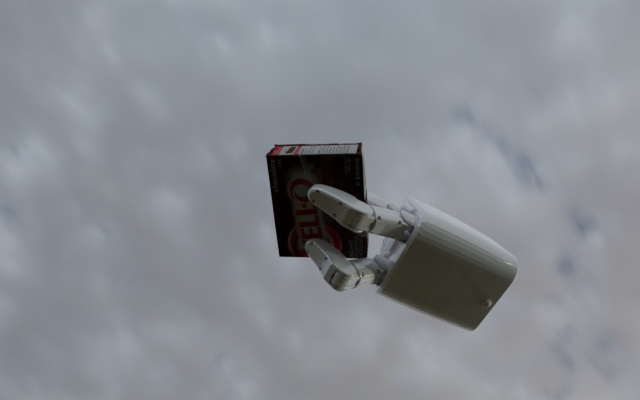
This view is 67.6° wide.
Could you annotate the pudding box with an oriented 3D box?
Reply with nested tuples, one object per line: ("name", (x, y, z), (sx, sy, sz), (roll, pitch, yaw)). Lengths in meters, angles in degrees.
("pudding box", (0.000, 0.001, 0.464), (0.090, 0.113, 0.039), (-1, 23, 10))
